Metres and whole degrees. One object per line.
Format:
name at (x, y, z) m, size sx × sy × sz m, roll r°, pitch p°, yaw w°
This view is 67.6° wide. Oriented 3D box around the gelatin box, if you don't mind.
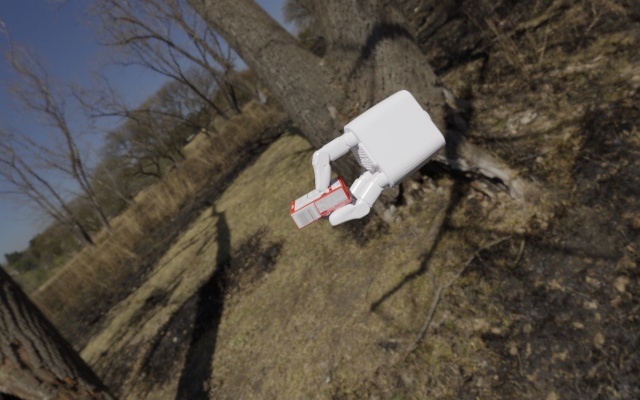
gelatin box at (0.000, 0.002, 0.716) m, size 0.089 × 0.030 × 0.073 m, roll -29°, pitch 13°, yaw 4°
